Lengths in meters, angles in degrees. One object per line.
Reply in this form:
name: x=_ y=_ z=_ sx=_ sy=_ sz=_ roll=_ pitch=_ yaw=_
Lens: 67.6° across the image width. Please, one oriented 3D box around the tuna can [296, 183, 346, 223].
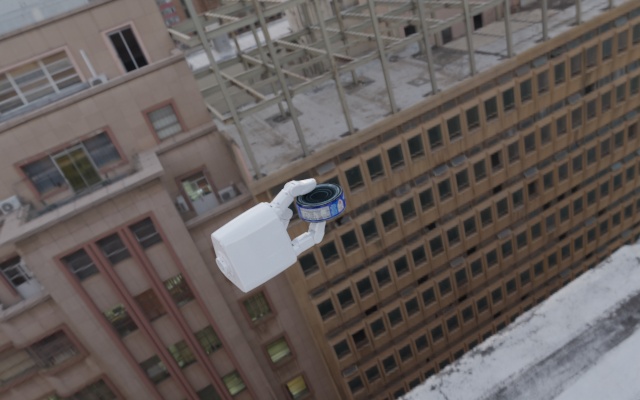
tuna can: x=0.000 y=0.002 z=0.837 sx=0.086 sy=0.034 sz=0.086 roll=-11 pitch=27 yaw=6
